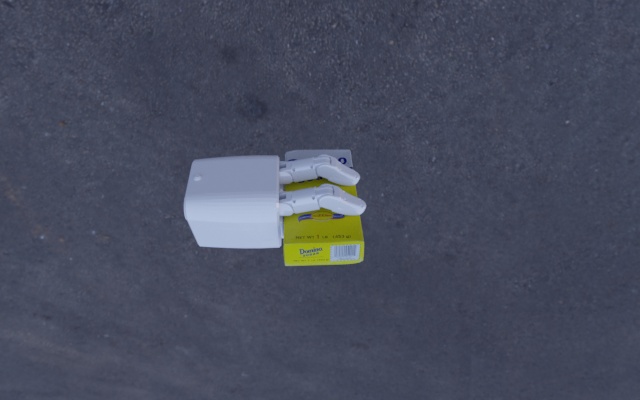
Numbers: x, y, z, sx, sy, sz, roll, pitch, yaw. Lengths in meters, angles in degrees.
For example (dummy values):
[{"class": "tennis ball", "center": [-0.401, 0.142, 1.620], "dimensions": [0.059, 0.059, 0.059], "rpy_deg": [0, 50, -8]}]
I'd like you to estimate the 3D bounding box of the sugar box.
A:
[{"class": "sugar box", "center": [0.000, 0.002, 0.606], "dimensions": [0.093, 0.048, 0.176], "rpy_deg": [-1, 45, -3]}]
